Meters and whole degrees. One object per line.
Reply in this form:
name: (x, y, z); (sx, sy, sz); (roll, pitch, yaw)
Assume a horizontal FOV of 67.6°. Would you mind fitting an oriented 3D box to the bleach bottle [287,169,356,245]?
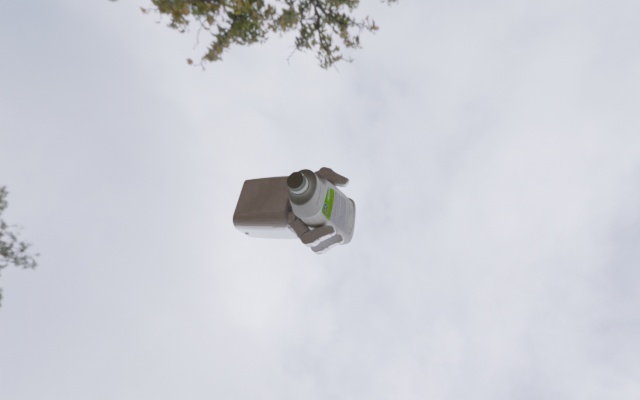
bleach bottle: (0.000, 0.003, 0.842); (0.068, 0.102, 0.251); (-2, -20, 18)
